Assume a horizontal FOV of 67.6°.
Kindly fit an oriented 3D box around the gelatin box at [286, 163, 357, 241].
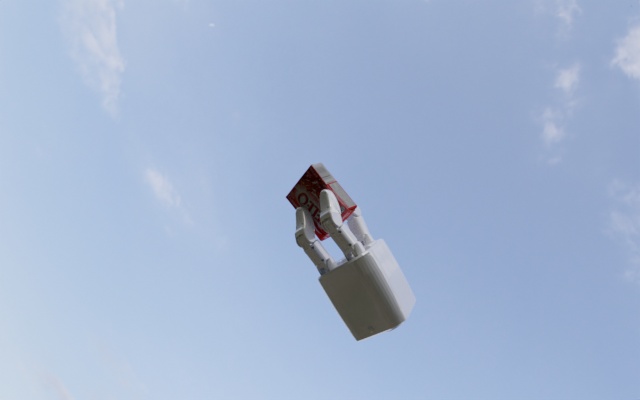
[{"bbox_3d":[0.000,0.002,0.691,0.030,0.089,0.073,-18,-26,-51],"label":"gelatin box"}]
